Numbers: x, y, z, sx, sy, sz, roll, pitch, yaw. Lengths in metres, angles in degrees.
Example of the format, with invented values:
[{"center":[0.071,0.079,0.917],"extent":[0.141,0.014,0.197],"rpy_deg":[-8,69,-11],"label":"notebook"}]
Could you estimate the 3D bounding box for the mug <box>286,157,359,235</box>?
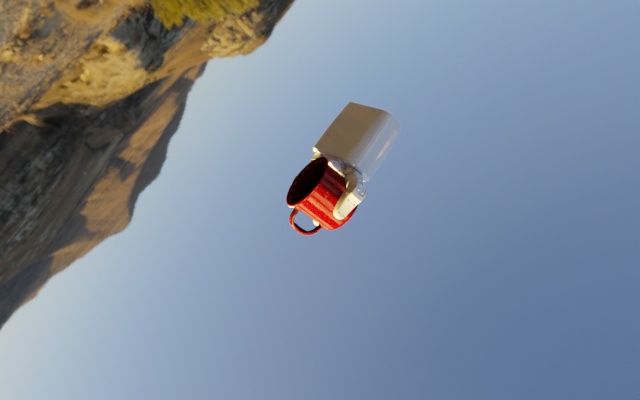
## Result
[{"center":[-0.001,0.004,0.744],"extent":[0.081,0.117,0.093],"rpy_deg":[38,-6,-24],"label":"mug"}]
